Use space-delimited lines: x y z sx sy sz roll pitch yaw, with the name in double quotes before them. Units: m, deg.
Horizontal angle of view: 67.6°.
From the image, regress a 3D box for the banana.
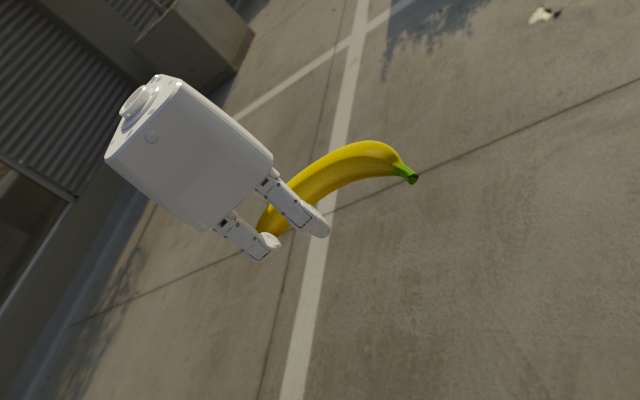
"banana" 0.003 -0.013 0.496 0.198 0.069 0.037 -25 -49 27
